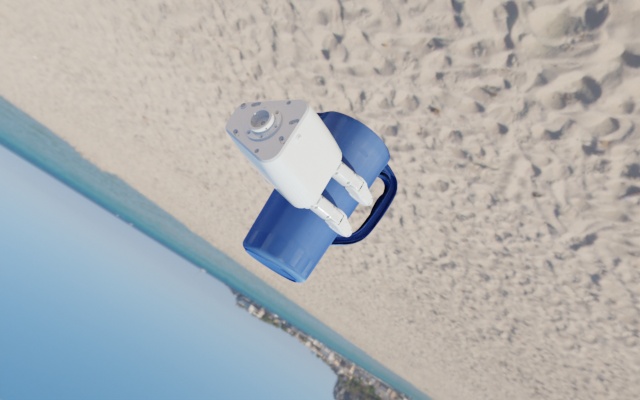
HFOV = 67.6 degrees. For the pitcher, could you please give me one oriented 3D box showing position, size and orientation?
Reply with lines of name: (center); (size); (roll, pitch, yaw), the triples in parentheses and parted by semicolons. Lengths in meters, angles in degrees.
pitcher: (0.000, 0.002, 0.719); (0.149, 0.242, 0.145); (23, -17, 31)
